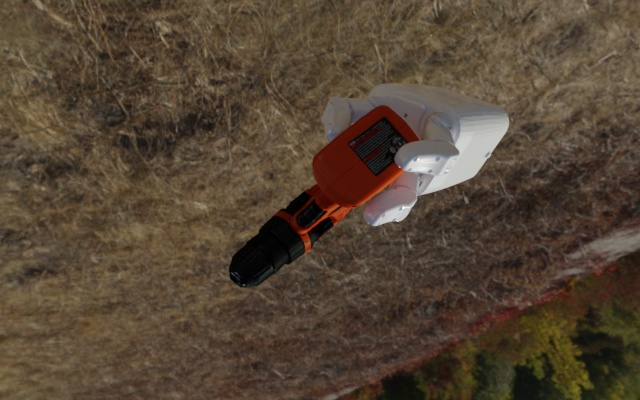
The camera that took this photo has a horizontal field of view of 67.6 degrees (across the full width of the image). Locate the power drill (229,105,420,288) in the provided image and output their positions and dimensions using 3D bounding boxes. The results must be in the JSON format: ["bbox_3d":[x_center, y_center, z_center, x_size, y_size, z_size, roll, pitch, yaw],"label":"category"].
[{"bbox_3d":[0.000,0.001,0.451,0.184,0.057,0.188,-41,-1,-30],"label":"power drill"}]
